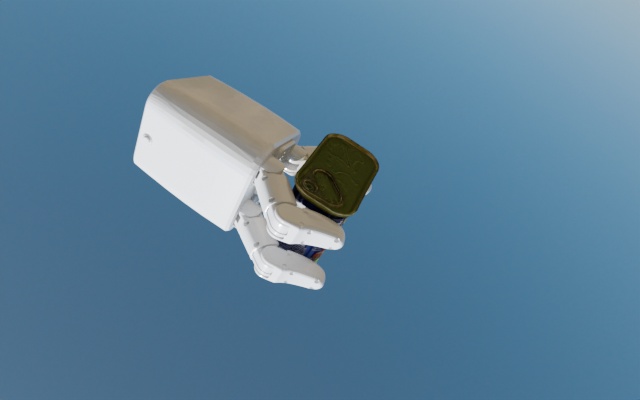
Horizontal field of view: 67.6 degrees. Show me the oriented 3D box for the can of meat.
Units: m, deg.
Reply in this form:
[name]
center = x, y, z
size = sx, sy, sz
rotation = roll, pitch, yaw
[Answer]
[can of meat]
center = 0.000, 0.002, 0.431
size = 0.057, 0.084, 0.102
rotation = 33, 40, 0
